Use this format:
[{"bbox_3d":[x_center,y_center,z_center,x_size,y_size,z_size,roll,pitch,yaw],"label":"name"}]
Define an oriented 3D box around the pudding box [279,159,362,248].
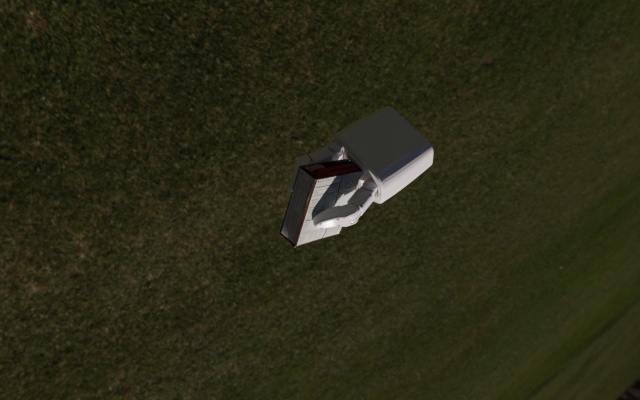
[{"bbox_3d":[0.000,0.002,0.650,0.090,0.113,0.039,-12,39,-42],"label":"pudding box"}]
